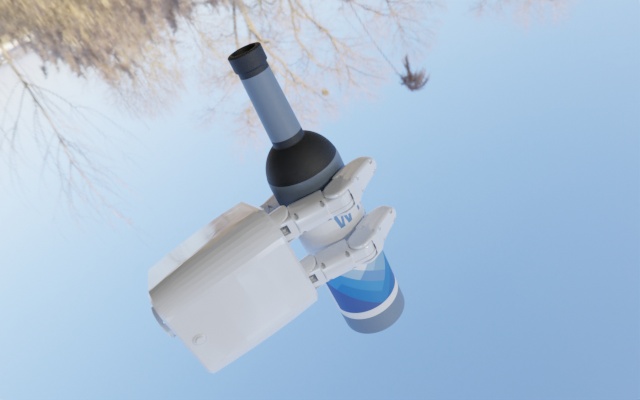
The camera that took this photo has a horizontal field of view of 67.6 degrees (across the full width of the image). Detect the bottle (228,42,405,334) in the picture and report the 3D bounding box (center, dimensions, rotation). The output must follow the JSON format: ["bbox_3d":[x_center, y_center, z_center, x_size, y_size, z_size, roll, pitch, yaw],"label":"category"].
[{"bbox_3d":[0.000,0.002,0.429,0.069,0.296,0.069,-19,32,12],"label":"bottle"}]
